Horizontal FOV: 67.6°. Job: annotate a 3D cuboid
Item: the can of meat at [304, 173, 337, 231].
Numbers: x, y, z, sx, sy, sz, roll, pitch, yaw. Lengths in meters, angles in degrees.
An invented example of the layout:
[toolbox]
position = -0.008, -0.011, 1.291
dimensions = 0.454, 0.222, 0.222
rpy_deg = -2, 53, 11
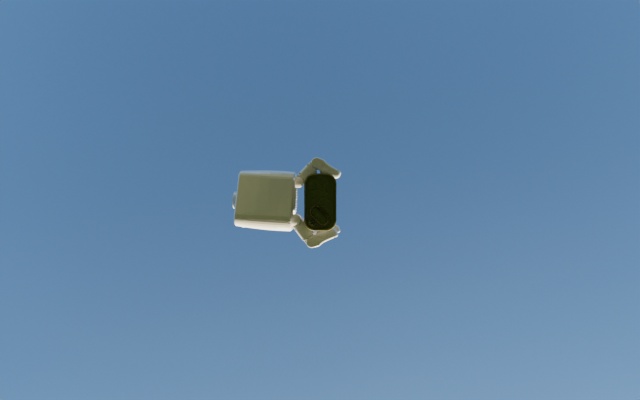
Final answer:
[can of meat]
position = 0.000, 0.003, 0.880
dimensions = 0.057, 0.102, 0.084
rpy_deg = 0, 0, 1
